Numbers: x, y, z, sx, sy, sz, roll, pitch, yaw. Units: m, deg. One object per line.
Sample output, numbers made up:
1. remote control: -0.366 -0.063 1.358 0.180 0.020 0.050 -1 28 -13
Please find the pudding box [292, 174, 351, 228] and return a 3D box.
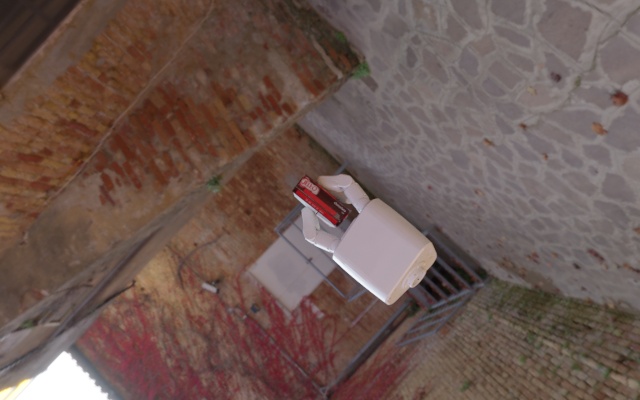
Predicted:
1. pudding box: 0.000 0.003 0.763 0.090 0.039 0.113 40 -4 0
